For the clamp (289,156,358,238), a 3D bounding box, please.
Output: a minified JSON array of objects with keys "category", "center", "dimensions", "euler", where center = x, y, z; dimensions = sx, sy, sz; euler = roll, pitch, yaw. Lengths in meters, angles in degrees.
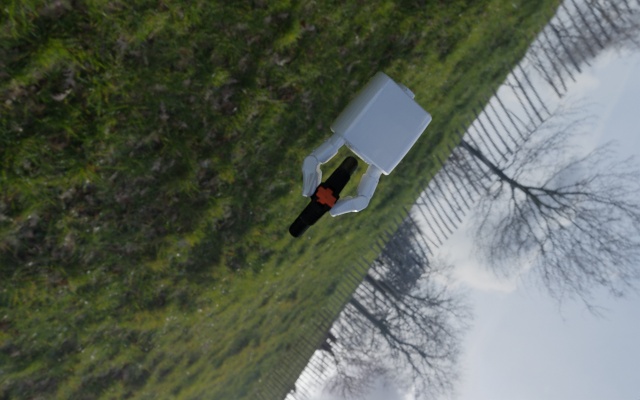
[{"category":"clamp","center":[0.001,0.003,0.707],"dimensions":[0.036,0.164,0.210],"euler":[38,7,-1]}]
